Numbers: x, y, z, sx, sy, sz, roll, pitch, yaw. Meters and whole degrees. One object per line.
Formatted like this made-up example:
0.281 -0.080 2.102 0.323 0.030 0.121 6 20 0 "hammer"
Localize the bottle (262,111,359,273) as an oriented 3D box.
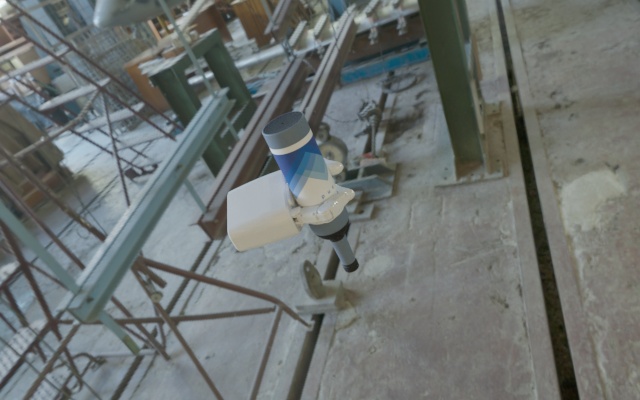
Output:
0.000 0.002 0.764 0.069 0.296 0.069 -19 31 12 "bottle"
